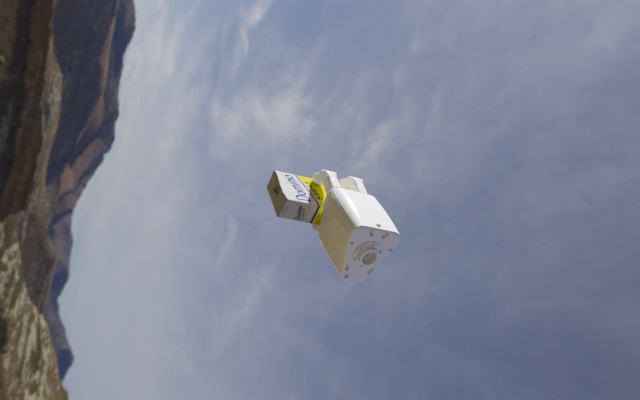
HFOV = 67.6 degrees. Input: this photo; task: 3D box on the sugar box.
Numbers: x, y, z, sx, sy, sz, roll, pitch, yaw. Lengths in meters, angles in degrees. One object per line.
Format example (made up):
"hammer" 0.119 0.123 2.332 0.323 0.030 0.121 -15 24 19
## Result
"sugar box" 0.000 0.002 0.844 0.176 0.048 0.093 14 29 -28
